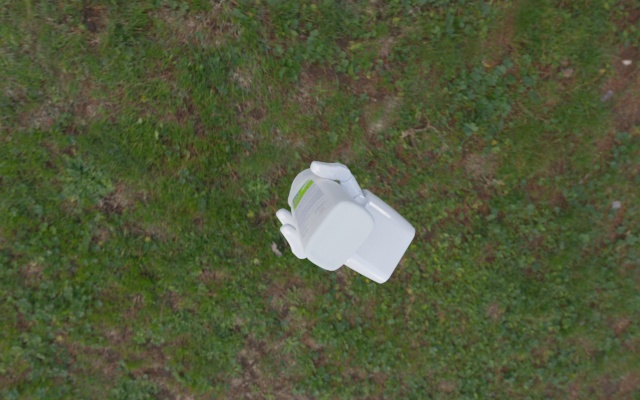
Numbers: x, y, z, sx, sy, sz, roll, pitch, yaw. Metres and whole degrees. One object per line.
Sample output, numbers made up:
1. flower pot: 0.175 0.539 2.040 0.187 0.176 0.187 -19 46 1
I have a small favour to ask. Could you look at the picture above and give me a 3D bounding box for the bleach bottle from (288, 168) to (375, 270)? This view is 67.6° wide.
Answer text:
1. bleach bottle: 0.000 0.002 0.728 0.068 0.102 0.250 34 12 -22
